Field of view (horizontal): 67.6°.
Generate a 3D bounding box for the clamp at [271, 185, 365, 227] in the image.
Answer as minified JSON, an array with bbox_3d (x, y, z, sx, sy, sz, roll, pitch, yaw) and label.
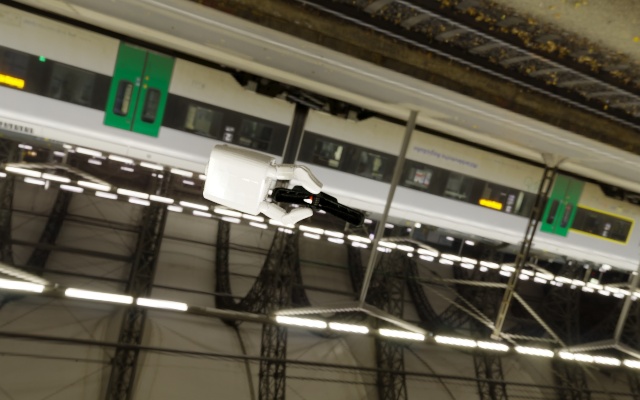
[{"bbox_3d":[0.000,0.004,0.891,0.164,0.036,0.210,19,6,1],"label":"clamp"}]
